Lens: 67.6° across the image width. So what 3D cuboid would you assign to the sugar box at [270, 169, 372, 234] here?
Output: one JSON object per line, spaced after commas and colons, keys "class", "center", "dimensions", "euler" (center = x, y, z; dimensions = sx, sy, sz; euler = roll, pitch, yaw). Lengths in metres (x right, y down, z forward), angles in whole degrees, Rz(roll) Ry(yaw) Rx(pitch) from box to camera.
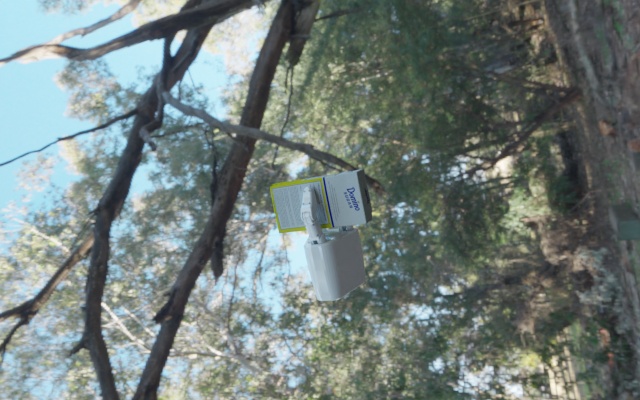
{"class": "sugar box", "center": [0.000, 0.003, 0.857], "dimensions": [0.176, 0.093, 0.048], "euler": [-8, 8, 24]}
